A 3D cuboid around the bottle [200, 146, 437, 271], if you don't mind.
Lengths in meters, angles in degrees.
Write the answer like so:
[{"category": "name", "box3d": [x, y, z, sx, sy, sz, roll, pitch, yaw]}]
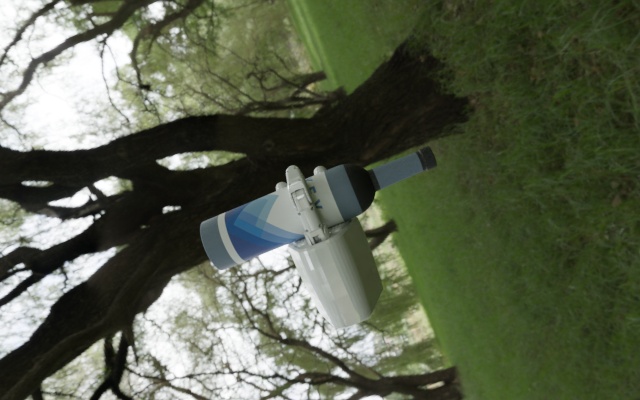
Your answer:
[{"category": "bottle", "box3d": [0.000, 0.002, 0.590, 0.296, 0.069, 0.069, -22, -2, 5]}]
